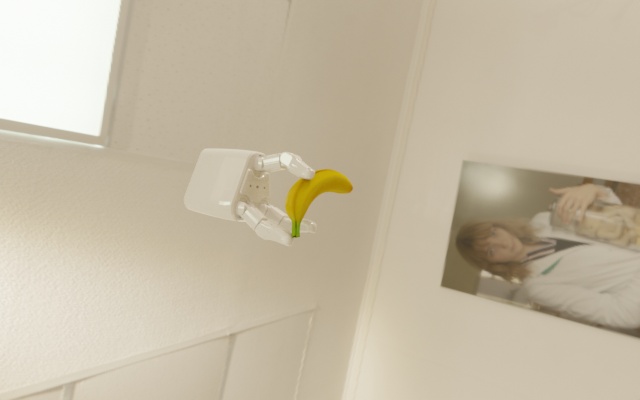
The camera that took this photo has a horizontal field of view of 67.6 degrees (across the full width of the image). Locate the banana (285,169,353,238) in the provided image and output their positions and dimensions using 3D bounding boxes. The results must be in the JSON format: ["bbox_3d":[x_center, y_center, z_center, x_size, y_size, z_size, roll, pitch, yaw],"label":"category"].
[{"bbox_3d":[-0.004,-0.014,0.744,0.037,0.070,0.197,5,24,30],"label":"banana"}]
